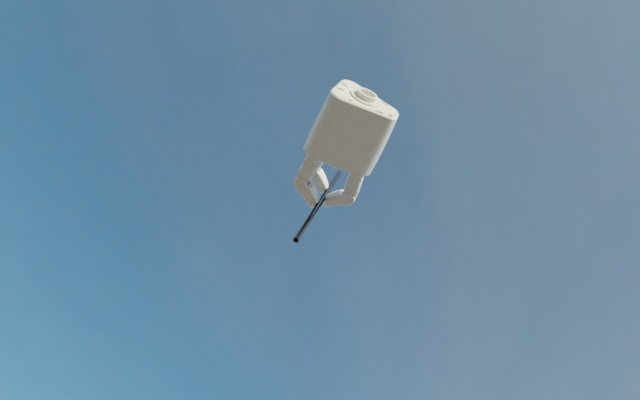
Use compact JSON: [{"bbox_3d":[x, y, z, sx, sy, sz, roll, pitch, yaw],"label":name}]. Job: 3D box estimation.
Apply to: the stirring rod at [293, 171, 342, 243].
[{"bbox_3d":[0.000,0.003,0.781,0.011,0.011,0.239,0,27,19],"label":"stirring rod"}]
